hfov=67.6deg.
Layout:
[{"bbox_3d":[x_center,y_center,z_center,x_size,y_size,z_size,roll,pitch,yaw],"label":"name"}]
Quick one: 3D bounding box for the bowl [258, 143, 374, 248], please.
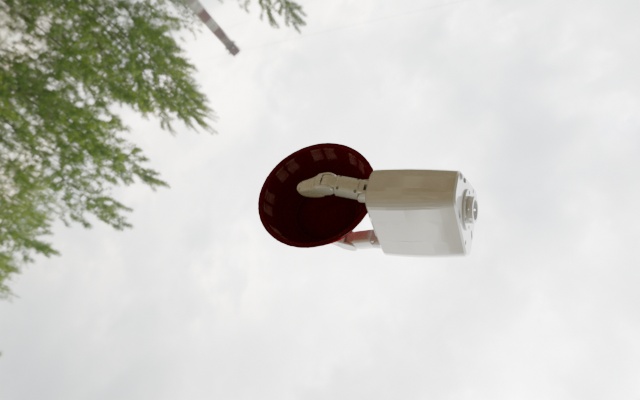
[{"bbox_3d":[-0.001,0.002,0.642,0.162,0.162,0.055,0,-31,20],"label":"bowl"}]
